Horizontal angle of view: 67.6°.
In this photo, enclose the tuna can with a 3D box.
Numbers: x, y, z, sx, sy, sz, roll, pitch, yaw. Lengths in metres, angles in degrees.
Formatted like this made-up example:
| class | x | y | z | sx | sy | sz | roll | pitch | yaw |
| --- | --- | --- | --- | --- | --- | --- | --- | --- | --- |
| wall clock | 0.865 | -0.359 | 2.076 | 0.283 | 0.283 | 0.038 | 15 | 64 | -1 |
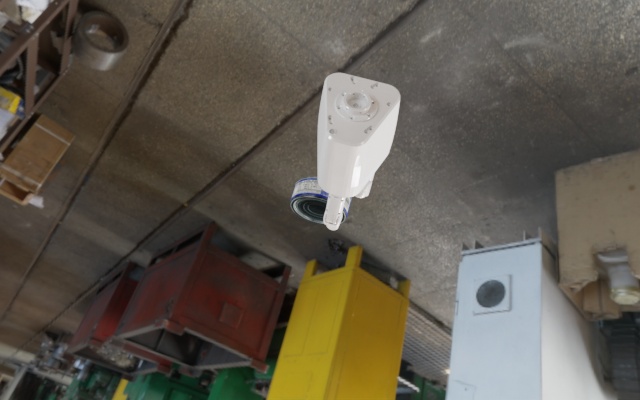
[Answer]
| class | x | y | z | sx | sy | sz | roll | pitch | yaw |
| --- | --- | --- | --- | --- | --- | --- | --- | --- | --- |
| tuna can | 0.000 | 0.003 | 0.695 | 0.086 | 0.033 | 0.086 | 12 | -28 | 7 |
